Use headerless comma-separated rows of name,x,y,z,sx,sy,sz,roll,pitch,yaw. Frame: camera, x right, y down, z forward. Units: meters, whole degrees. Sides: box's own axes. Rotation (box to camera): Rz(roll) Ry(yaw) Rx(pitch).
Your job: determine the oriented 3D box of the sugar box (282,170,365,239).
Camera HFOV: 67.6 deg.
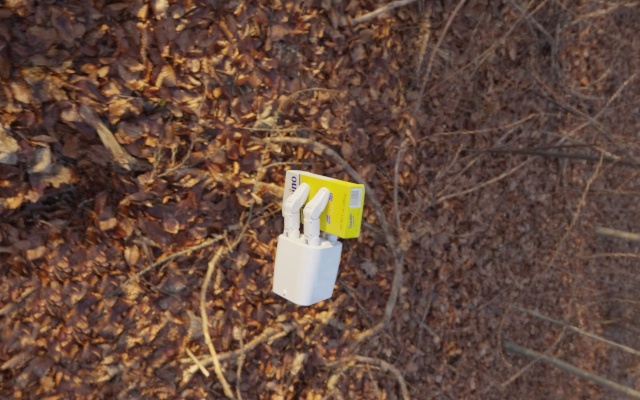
sugar box,0.000,0.003,0.868,0.048,0.093,0.176,-1,11,-44
